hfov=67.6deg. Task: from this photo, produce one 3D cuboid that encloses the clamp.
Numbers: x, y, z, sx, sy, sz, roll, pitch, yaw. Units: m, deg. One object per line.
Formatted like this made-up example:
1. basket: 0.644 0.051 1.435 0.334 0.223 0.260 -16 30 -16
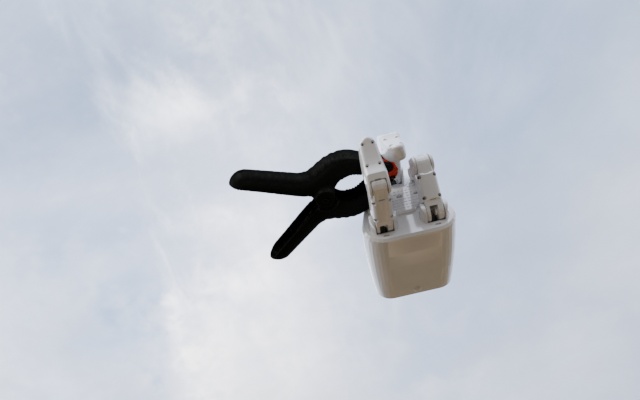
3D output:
1. clamp: 0.000 0.001 0.513 0.171 0.120 0.039 -13 41 1
